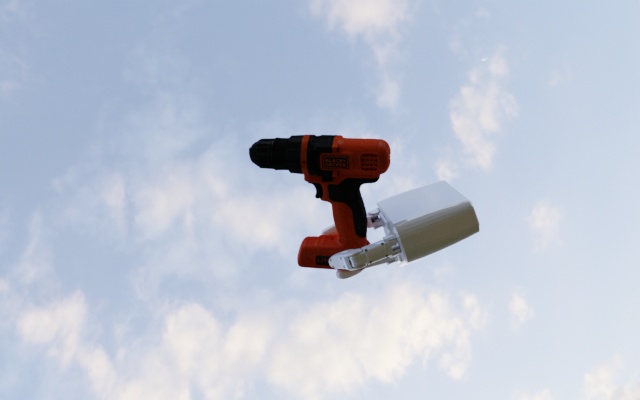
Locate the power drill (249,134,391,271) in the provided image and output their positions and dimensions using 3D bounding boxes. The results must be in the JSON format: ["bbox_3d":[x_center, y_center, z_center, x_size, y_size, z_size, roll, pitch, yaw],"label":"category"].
[{"bbox_3d":[0.000,0.003,0.645,0.184,0.188,0.057,3,28,12],"label":"power drill"}]
